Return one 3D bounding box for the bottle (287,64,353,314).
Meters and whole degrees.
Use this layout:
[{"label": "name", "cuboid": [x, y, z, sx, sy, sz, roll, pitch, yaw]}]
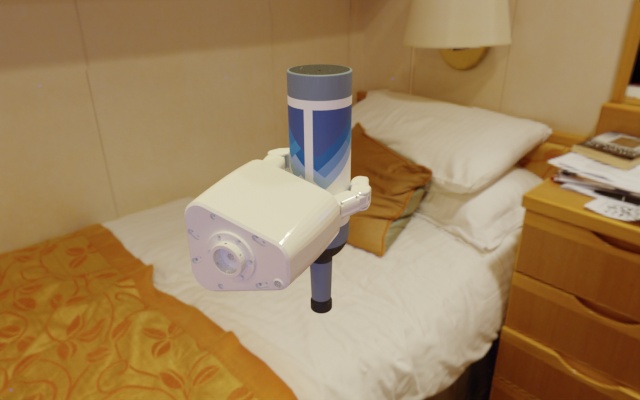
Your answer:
[{"label": "bottle", "cuboid": [0.000, 0.002, 0.542, 0.069, 0.296, 0.069, 0, 25, 0]}]
